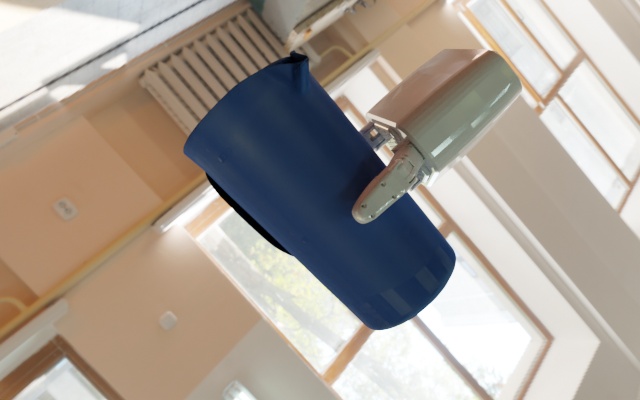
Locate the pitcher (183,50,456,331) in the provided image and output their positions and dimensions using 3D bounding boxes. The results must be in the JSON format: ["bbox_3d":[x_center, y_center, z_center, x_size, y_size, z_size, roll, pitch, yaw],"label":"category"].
[{"bbox_3d":[0.000,0.001,0.441,0.145,0.243,0.149,-42,5,-1],"label":"pitcher"}]
